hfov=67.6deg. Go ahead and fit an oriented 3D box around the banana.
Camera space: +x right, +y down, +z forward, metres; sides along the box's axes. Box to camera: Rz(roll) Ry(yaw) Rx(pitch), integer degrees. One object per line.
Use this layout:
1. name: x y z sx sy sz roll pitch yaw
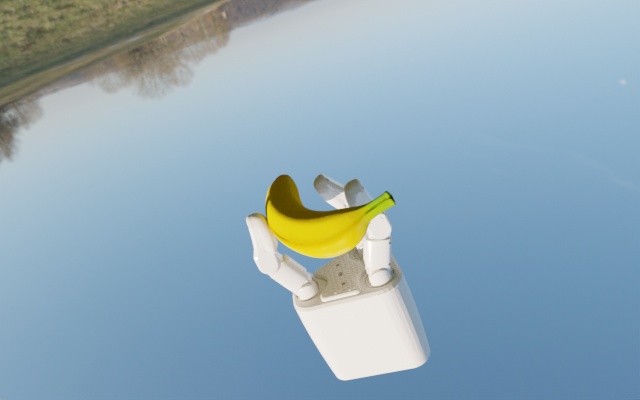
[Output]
1. banana: -0.012 0.013 0.424 0.069 0.037 0.198 -39 25 -19
